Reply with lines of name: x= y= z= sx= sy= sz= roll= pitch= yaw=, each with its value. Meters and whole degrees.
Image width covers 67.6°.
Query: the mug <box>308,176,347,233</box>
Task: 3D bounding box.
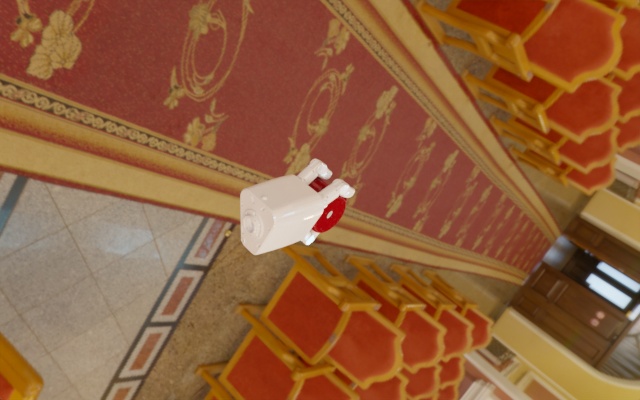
mug: x=0.001 y=0.003 z=0.882 sx=0.117 sy=0.093 sz=0.081 roll=-18 pitch=46 yaw=-42
